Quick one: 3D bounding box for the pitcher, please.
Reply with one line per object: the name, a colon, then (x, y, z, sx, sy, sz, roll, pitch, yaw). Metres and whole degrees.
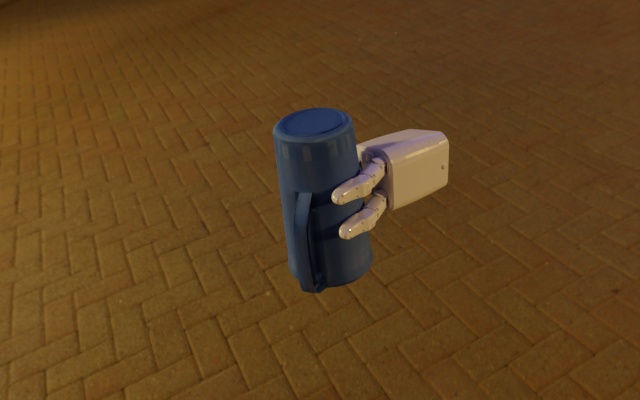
pitcher: (0.000, 0.002, 0.683, 0.145, 0.243, 0.149, -20, 34, -19)
